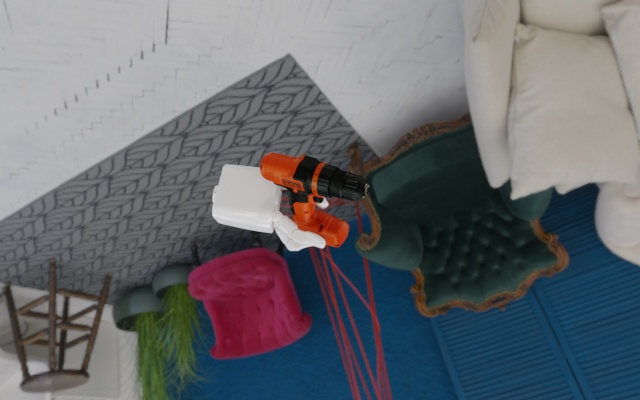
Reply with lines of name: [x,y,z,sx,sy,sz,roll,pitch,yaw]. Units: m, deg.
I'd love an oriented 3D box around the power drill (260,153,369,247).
power drill: [0.000,0.003,0.803,0.184,0.057,0.188,17,-33,22]
